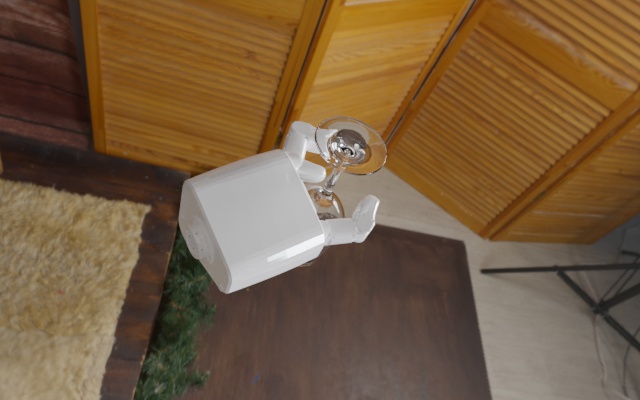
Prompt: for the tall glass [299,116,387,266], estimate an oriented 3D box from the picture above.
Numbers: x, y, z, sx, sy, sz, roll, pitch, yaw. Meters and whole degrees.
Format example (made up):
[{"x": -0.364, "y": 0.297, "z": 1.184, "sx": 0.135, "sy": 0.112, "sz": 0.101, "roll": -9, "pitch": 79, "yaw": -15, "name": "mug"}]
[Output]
[{"x": 0.000, "y": 0.001, "z": 0.538, "sx": 0.079, "sy": 0.079, "sz": 0.201, "roll": 0, "pitch": -34, "yaw": -21, "name": "tall glass"}]
